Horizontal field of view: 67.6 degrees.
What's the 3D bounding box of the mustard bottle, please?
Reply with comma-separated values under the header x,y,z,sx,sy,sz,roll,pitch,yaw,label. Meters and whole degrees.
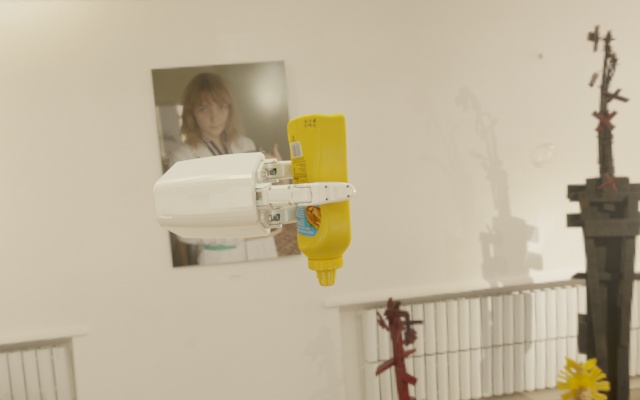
x,y,z,sx,sy,sz,roll,pitch,yaw,label
0.000,0.001,0.543,0.058,0.191,0.096,-5,4,-24,mustard bottle
